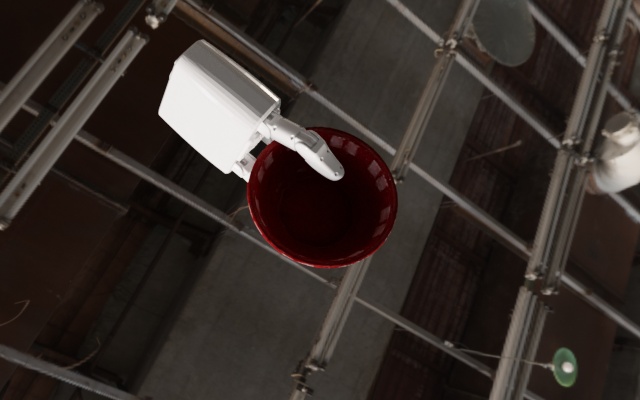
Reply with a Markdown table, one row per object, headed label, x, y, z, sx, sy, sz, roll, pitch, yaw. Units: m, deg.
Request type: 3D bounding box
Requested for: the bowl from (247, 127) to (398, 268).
| label | x | y | z | sx | sy | sz | roll | pitch | yaw |
| --- | --- | --- | --- | --- | --- | --- | --- | --- | --- |
| bowl | 0.001 | 0.003 | 0.526 | 0.162 | 0.162 | 0.055 | 0 | -23 | -11 |
